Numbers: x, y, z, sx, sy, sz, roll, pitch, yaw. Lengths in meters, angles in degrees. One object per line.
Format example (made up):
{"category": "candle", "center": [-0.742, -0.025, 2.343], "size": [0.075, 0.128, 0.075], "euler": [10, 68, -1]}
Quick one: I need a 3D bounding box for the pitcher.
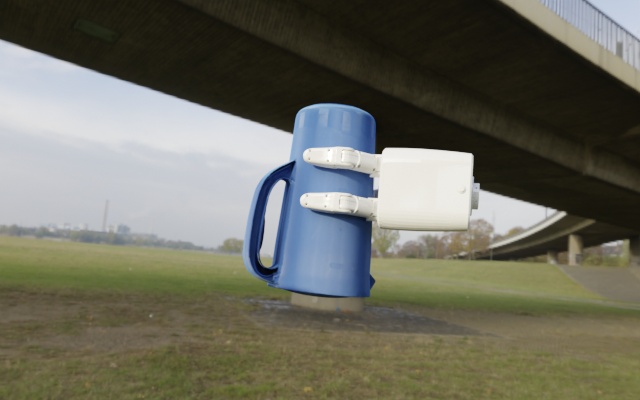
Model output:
{"category": "pitcher", "center": [0.000, 0.002, 0.623], "size": [0.145, 0.243, 0.149], "euler": [3, -8, 18]}
